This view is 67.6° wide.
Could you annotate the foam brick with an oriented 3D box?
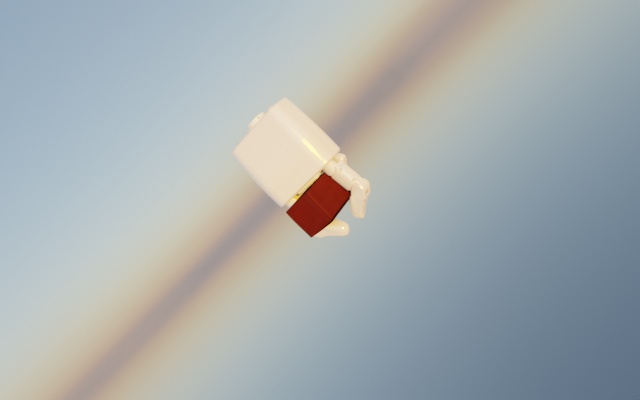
[{"bbox_3d":[0.000,0.002,0.653,0.053,0.051,0.078,-41,6,41],"label":"foam brick"}]
